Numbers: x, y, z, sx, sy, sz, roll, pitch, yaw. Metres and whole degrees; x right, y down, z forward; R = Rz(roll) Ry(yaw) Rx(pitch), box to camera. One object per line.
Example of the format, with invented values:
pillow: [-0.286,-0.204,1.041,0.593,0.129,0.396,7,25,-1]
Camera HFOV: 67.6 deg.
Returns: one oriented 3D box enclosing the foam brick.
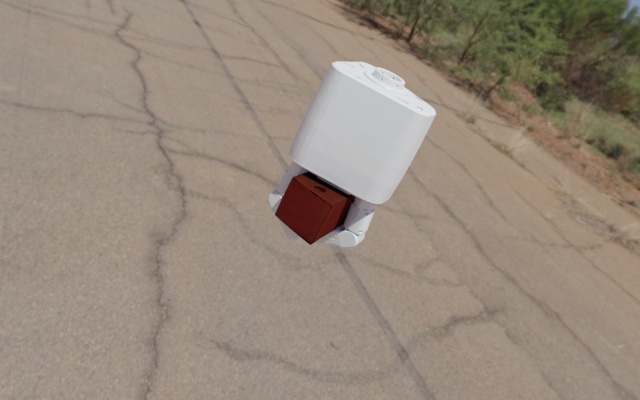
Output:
foam brick: [0.000,0.002,0.505,0.053,0.051,0.078,37,29,16]
